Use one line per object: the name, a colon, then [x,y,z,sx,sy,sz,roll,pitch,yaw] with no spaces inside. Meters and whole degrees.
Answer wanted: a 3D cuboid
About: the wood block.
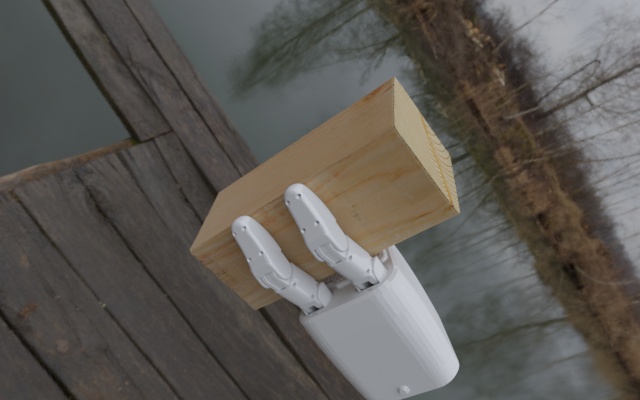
wood block: [0.000,0.001,0.409,0.206,0.090,0.090,-30,26,26]
